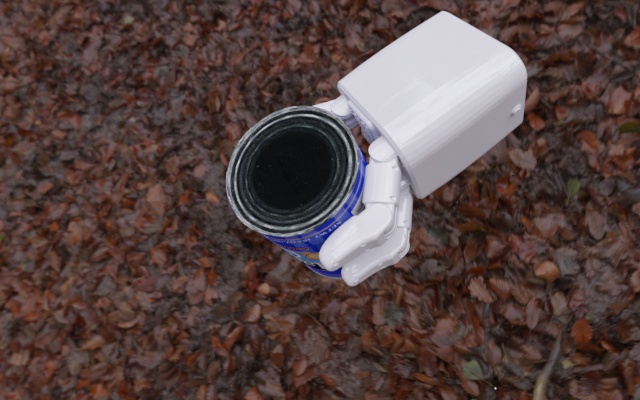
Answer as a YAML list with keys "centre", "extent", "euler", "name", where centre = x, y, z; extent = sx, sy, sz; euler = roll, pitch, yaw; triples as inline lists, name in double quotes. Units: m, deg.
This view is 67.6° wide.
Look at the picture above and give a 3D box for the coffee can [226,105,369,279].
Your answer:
- centre: [0.000, 0.001, 0.401]
  extent: [0.103, 0.102, 0.140]
  euler: [0, -20, 20]
  name: "coffee can"
